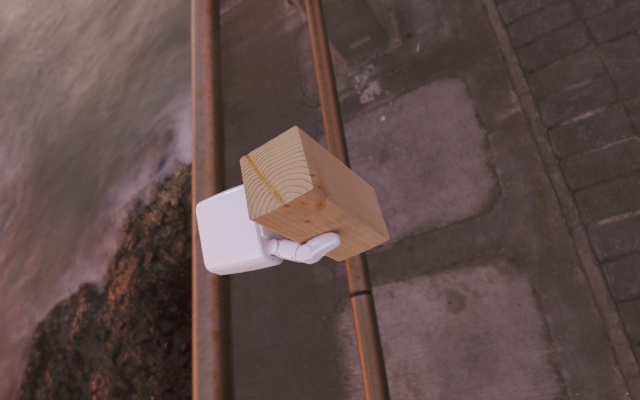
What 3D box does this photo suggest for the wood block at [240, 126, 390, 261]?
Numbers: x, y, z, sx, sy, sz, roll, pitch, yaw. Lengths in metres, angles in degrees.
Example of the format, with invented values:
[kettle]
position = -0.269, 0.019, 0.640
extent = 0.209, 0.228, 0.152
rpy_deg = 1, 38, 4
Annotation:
[wood block]
position = 0.000, 0.002, 0.624
extent = 0.090, 0.090, 0.206
rpy_deg = -27, -31, 22
